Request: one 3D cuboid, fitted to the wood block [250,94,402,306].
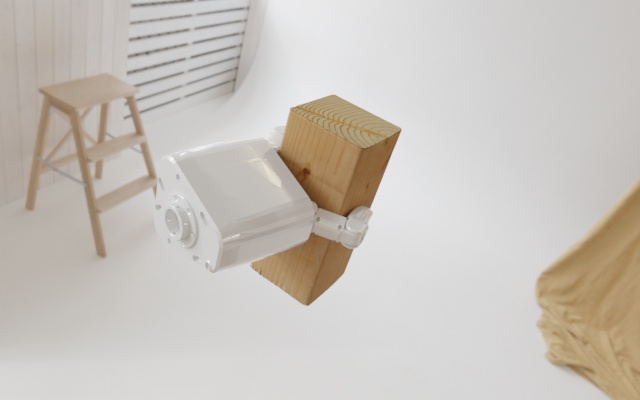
[{"bbox_3d":[0.000,0.002,0.531,0.091,0.206,0.090,31,34,20],"label":"wood block"}]
